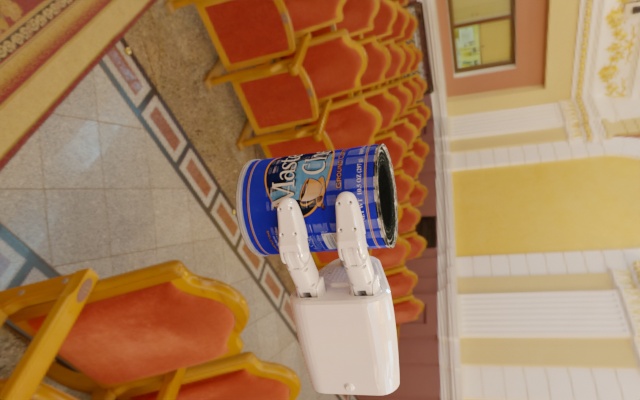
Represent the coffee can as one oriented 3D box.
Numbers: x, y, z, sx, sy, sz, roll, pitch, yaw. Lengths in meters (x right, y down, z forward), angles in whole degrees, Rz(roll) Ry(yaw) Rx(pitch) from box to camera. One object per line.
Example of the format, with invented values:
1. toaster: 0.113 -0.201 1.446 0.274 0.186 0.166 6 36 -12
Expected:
1. coffee can: 0.000 0.001 0.485 0.140 0.103 0.103 -5 -2 18
